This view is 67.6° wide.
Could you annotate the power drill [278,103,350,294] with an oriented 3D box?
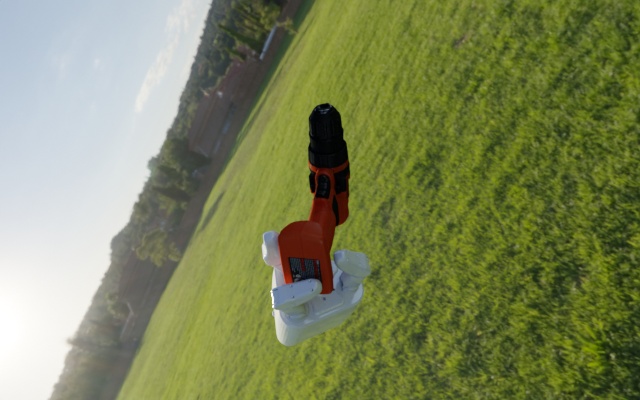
[{"bbox_3d":[0.000,0.002,0.573,0.057,0.185,0.187,3,41,13],"label":"power drill"}]
